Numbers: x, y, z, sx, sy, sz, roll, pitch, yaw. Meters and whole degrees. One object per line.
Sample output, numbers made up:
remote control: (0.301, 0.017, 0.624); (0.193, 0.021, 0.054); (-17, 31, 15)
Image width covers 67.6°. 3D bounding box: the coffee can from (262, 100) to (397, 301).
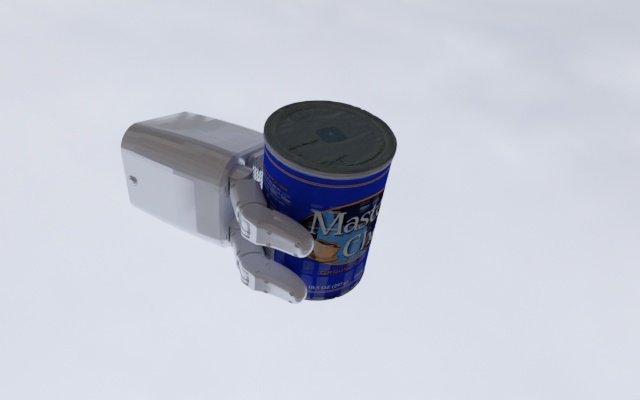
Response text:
coffee can: (0.000, 0.001, 0.407); (0.103, 0.140, 0.102); (5, 39, -4)
